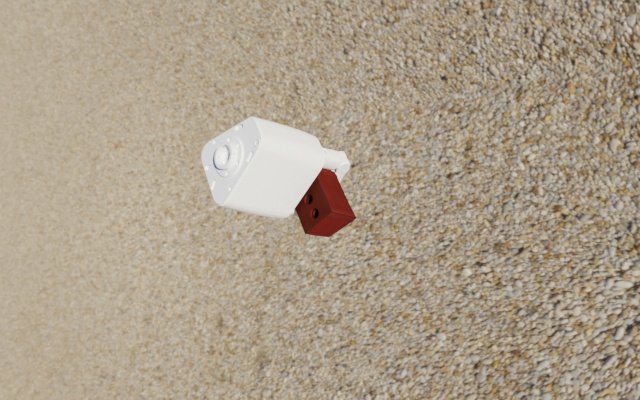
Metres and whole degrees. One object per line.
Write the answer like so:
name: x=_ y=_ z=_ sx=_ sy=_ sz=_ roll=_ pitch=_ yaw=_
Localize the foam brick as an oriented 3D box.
foam brick: x=0.000 y=0.002 z=0.630 sx=0.053 sy=0.078 sz=0.051 roll=-39 pitch=-31 yaw=28
